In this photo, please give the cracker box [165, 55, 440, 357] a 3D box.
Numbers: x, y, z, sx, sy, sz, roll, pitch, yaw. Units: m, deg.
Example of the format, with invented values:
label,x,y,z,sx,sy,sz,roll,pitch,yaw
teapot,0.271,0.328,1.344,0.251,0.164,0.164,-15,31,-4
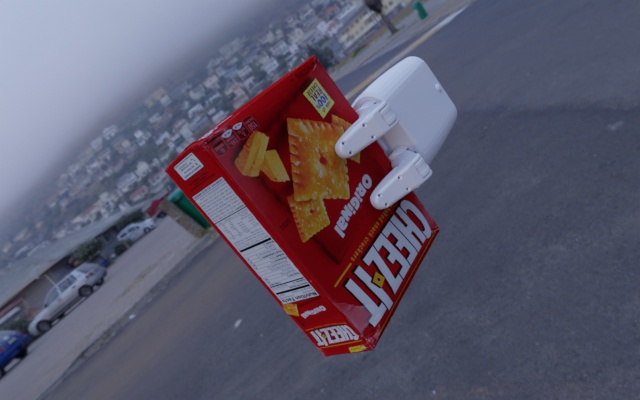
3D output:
label,x,y,z,sx,sy,sz,roll,pitch,yaw
cracker box,0.000,0.001,0.426,0.072,0.214,0.164,-25,17,47
